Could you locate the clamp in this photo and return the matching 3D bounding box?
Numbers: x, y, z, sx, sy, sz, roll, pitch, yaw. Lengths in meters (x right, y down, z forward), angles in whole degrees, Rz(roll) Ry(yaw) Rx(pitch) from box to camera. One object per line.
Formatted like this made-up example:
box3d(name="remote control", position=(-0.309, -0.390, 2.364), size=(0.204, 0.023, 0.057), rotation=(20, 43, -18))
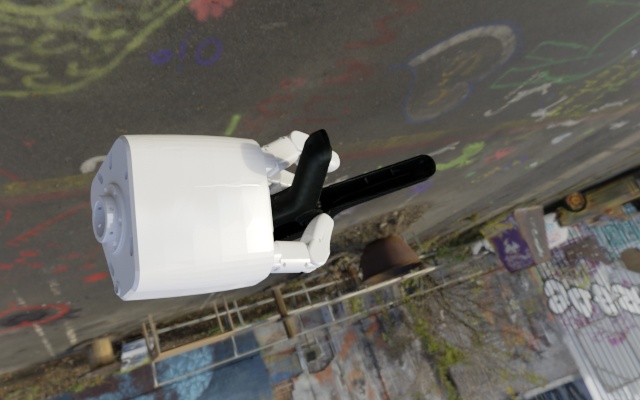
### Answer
box3d(name="clamp", position=(0.000, 0.002, 0.465), size=(0.164, 0.036, 0.210), rotation=(2, -27, -40))
